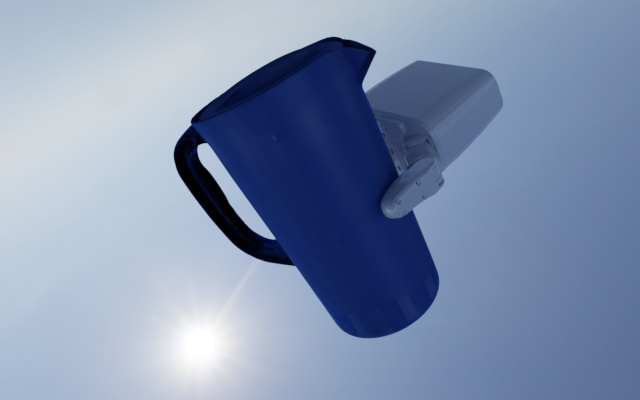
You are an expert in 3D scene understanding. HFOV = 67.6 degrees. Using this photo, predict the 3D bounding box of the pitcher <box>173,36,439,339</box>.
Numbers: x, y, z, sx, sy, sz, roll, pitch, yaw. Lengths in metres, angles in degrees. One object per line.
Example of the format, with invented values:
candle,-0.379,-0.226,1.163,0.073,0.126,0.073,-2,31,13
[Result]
pitcher,0.000,0.001,0.411,0.145,0.243,0.149,-41,25,-26
